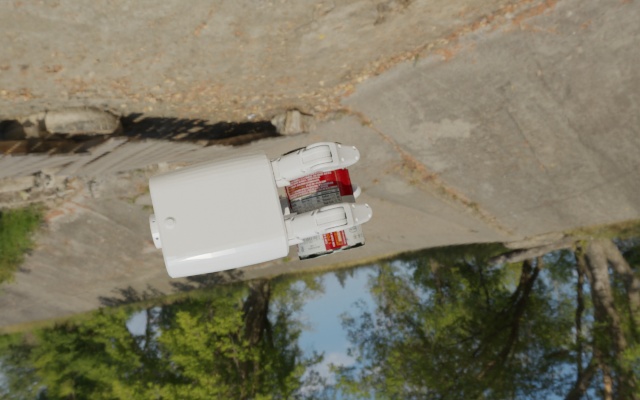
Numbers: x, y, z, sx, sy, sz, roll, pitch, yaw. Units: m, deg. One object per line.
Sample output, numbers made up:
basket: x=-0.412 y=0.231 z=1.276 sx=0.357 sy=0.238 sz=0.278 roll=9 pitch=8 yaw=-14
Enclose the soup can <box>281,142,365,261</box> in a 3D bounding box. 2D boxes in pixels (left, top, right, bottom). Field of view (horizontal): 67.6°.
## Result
soup can: x=0.001 y=0.002 z=0.467 sx=0.068 sy=0.102 sz=0.068 roll=-13 pitch=-4 yaw=-1
